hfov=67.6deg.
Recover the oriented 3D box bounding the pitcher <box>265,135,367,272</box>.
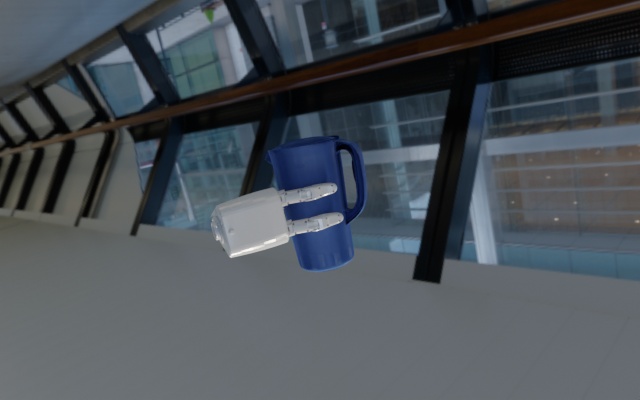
[{"bbox_3d":[0.000,0.003,0.888,0.145,0.243,0.149,-16,12,-21],"label":"pitcher"}]
